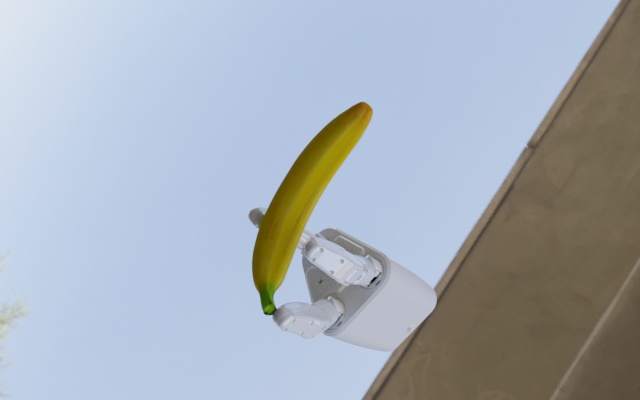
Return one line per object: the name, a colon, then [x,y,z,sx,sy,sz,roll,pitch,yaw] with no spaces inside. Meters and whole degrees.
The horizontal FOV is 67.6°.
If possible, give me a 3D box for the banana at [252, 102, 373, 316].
banana: [-0.014,0.001,0.421,0.069,0.197,0.037,14,-14,48]
